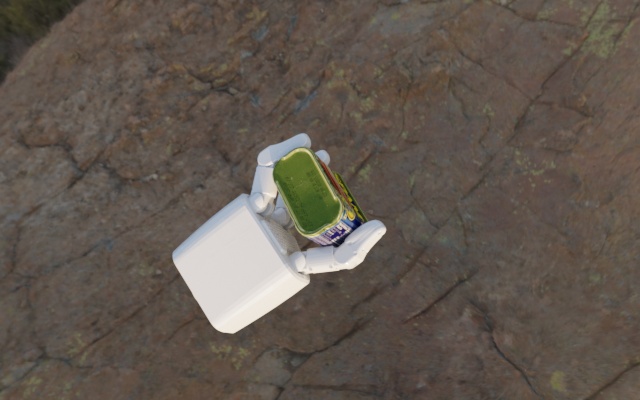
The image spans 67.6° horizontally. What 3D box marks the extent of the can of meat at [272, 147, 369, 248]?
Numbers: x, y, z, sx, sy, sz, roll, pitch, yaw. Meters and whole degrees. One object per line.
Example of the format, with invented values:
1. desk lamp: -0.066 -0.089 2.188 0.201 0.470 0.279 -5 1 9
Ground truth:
1. can of meat: 0.000 0.002 0.505 0.057 0.102 0.084 -34 -28 10
